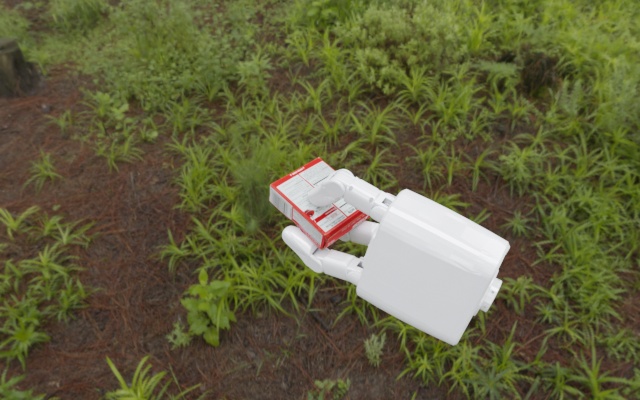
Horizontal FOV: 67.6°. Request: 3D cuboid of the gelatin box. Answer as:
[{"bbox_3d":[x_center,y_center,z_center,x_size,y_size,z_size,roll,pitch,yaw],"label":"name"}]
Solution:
[{"bbox_3d":[0.000,0.001,0.515,0.073,0.030,0.089,-33,62,-31],"label":"gelatin box"}]
